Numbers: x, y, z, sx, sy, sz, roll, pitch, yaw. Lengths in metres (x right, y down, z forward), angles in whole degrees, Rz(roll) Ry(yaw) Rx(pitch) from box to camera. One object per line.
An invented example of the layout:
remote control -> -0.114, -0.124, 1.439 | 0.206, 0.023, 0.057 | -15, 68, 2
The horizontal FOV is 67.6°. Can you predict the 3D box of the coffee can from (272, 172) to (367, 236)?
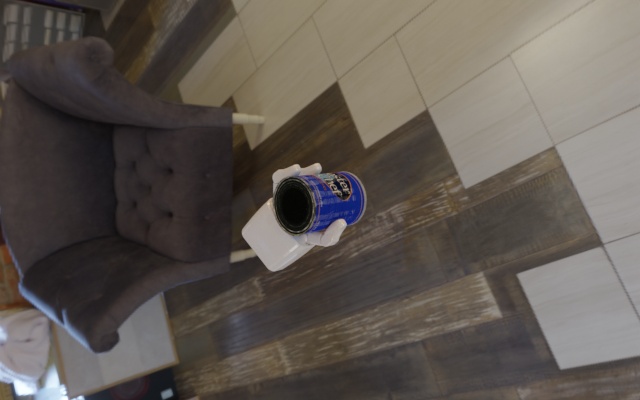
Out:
coffee can -> 0.000, 0.003, 0.852 | 0.103, 0.103, 0.140 | 0, 5, 42
